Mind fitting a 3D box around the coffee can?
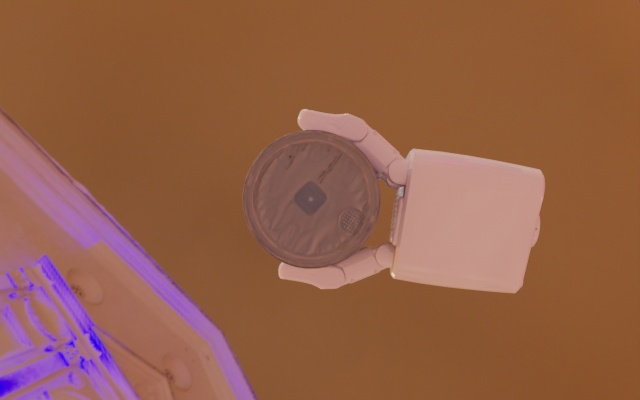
[{"bbox_3d":[0.000,0.001,0.418,0.103,0.103,0.140,0,-2,6],"label":"coffee can"}]
